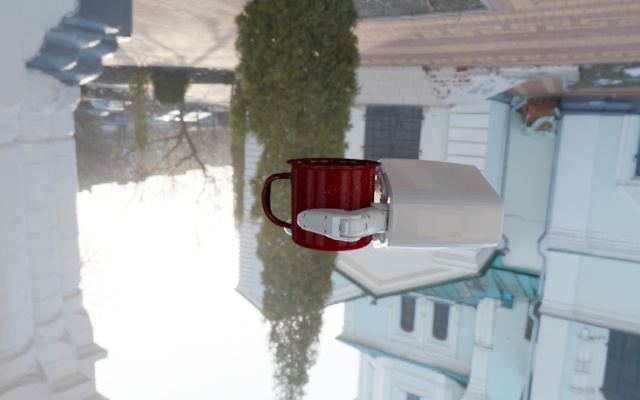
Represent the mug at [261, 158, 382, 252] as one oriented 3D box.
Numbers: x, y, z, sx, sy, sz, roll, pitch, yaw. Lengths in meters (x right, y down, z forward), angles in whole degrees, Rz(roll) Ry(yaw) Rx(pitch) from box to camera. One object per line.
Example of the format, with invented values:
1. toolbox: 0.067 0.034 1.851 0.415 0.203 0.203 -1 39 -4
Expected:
1. mug: -0.001 0.002 0.471 0.117 0.081 0.093 1 9 0
